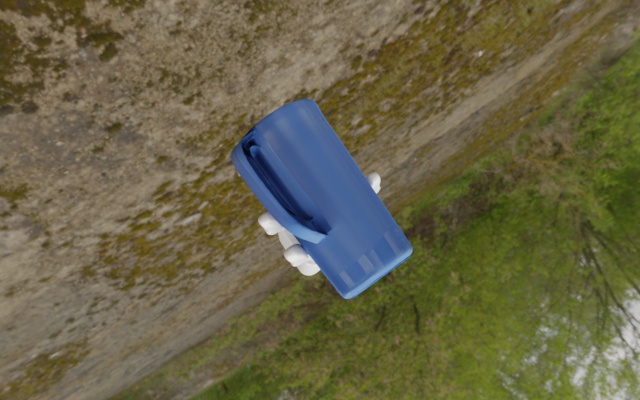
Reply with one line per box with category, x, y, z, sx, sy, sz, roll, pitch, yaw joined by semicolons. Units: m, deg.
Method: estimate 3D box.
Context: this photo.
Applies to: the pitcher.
pitcher;0.000;0.002;0.609;0.149;0.243;0.145;-33;-12;-15
